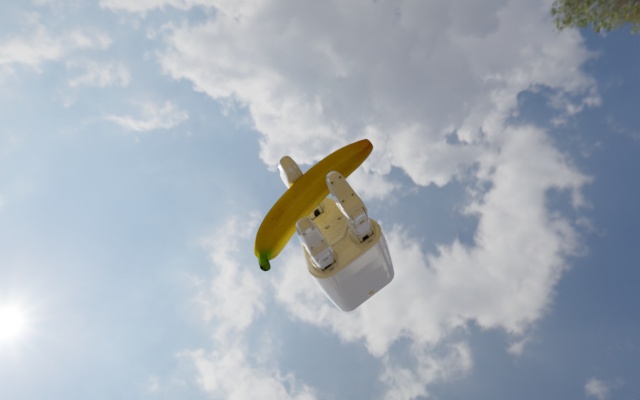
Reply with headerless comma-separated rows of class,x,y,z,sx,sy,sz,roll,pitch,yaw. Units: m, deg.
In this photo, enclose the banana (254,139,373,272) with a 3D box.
banana,-0.014,0.002,0.533,0.069,0.197,0.037,10,-37,47
